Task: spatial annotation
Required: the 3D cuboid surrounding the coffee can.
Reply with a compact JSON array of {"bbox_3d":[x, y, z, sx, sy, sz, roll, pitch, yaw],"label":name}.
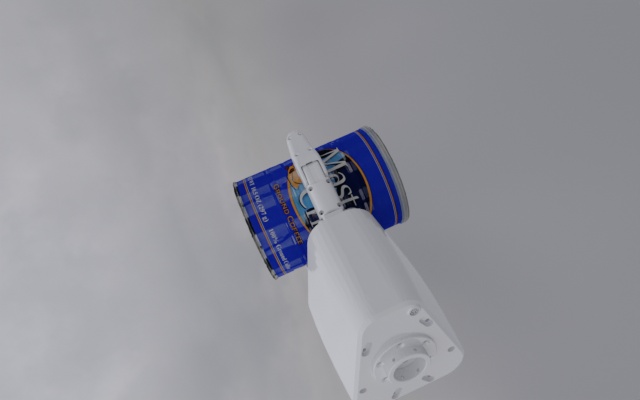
[{"bbox_3d":[0.000,0.001,0.465,0.140,0.103,0.103,-24,2,-4],"label":"coffee can"}]
